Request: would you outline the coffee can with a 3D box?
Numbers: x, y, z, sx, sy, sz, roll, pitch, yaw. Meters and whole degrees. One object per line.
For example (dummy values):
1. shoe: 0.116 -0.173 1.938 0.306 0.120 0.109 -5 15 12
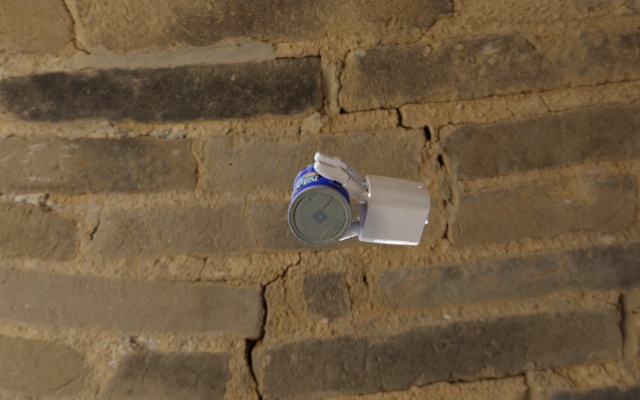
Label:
1. coffee can: 0.000 0.003 0.823 0.103 0.103 0.140 0 20 1
